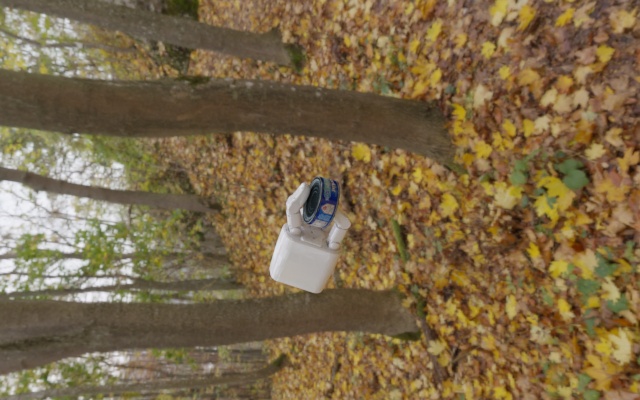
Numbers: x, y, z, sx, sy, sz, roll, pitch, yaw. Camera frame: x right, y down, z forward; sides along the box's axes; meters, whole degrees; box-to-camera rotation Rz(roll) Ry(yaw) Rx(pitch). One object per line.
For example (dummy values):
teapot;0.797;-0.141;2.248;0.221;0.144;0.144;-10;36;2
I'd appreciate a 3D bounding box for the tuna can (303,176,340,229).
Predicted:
tuna can;0.000;0.002;0.817;0.034;0.086;0.086;15;-5;-19
